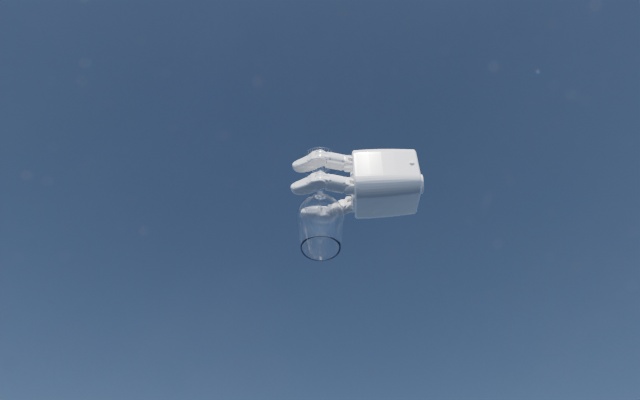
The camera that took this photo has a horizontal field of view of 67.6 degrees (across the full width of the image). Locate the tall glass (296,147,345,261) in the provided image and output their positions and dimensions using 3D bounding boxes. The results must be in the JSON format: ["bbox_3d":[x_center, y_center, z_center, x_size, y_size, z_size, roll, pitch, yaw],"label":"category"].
[{"bbox_3d":[0.000,0.002,0.798,0.079,0.200,0.079,0,-44,0],"label":"tall glass"}]
